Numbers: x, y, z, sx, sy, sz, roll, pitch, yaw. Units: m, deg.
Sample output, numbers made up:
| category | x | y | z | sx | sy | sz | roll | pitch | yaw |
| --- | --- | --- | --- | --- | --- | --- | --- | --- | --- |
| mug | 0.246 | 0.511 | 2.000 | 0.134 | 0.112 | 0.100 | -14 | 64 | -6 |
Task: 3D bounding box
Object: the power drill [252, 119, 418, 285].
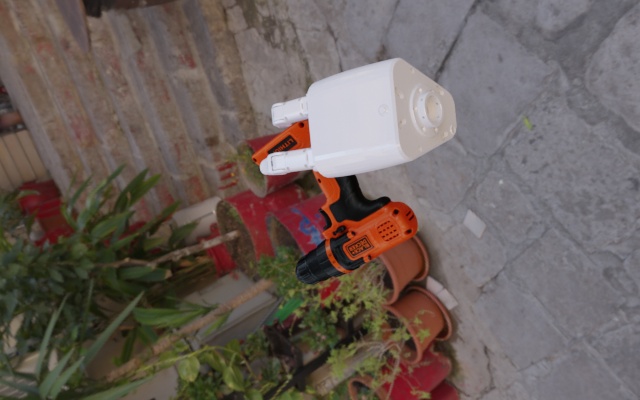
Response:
| category | x | y | z | sx | sy | sz | roll | pitch | yaw |
| --- | --- | --- | --- | --- | --- | --- | --- | --- | --- |
| power drill | 0.000 | 0.001 | 0.583 | 0.184 | 0.187 | 0.057 | -33 | 4 | 32 |
